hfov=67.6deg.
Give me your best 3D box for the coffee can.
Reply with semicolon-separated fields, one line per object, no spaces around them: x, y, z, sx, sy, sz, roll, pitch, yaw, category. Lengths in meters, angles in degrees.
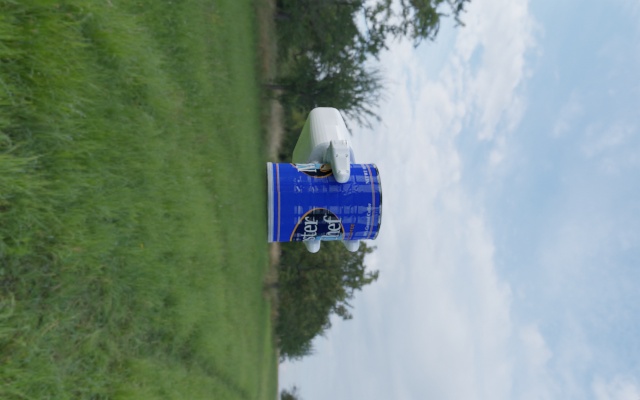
0.000;0.002;0.622;0.140;0.103;0.103;0;0;-7;coffee can
